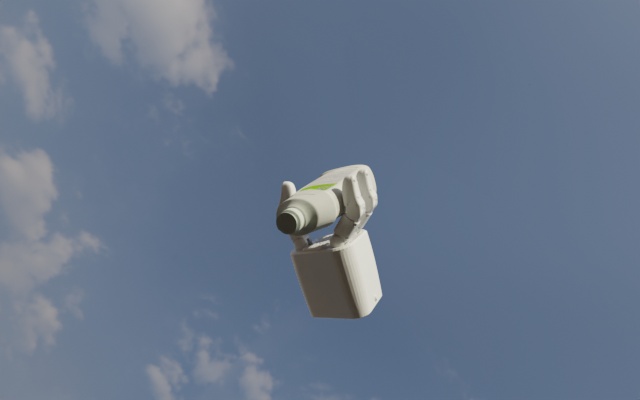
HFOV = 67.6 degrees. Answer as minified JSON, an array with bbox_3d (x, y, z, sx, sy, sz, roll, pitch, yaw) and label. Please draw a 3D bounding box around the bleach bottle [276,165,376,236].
[{"bbox_3d":[0.000,0.002,0.692,0.102,0.068,0.250,-13,7,26],"label":"bleach bottle"}]
